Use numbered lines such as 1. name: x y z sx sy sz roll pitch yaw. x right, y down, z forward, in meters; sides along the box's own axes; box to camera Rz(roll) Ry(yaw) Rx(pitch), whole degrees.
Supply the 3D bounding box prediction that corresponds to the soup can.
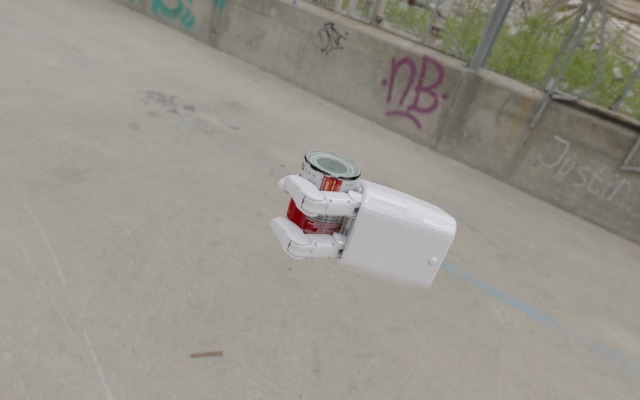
1. soup can: 0.000 0.001 0.548 0.068 0.102 0.068 15 26 -8
